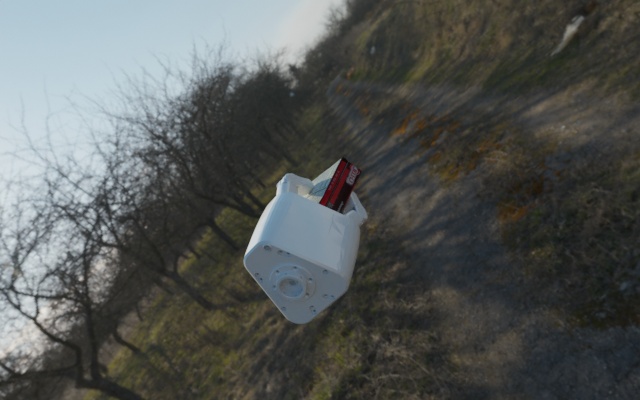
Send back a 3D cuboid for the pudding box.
[{"bbox_3d":[0.000,0.002,0.652,0.039,0.090,0.113,38,-34,-14],"label":"pudding box"}]
